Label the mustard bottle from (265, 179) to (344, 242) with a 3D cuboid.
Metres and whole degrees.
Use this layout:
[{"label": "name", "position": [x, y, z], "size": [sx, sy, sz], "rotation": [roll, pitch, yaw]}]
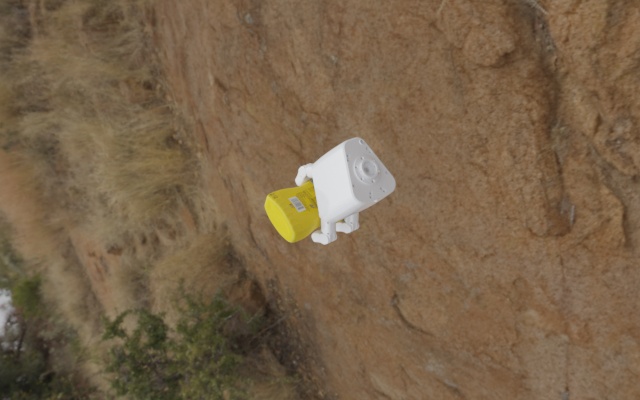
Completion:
[{"label": "mustard bottle", "position": [0.000, 0.003, 0.881], "size": [0.191, 0.096, 0.058], "rotation": [-22, -30, -32]}]
